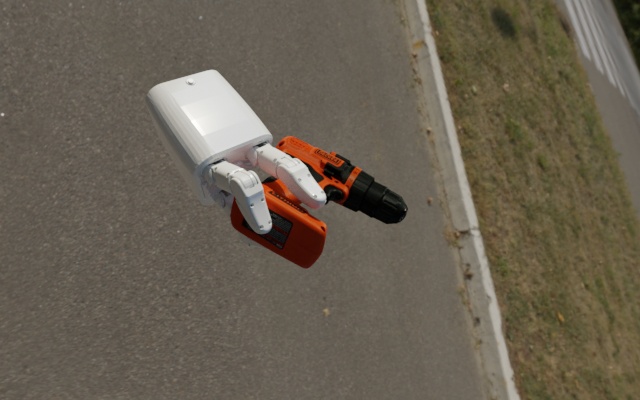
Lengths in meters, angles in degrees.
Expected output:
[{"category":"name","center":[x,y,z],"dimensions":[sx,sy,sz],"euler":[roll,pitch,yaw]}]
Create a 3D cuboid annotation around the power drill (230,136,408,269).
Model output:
[{"category":"power drill","center":[0.000,0.002,0.545],"dimensions":[0.184,0.057,0.187],"euler":[27,28,10]}]
